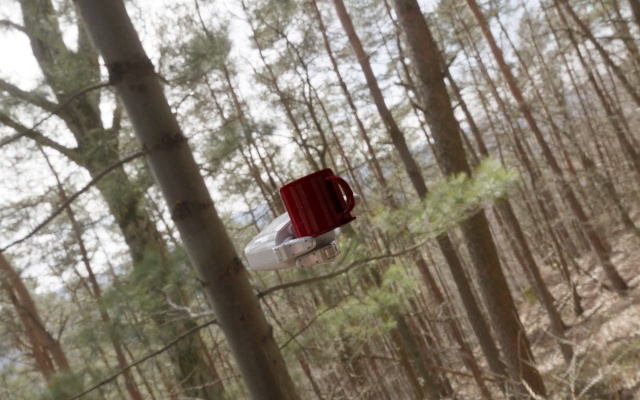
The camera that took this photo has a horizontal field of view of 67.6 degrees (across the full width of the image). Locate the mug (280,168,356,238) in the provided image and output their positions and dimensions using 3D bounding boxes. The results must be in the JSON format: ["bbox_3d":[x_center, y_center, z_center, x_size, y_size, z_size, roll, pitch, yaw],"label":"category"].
[{"bbox_3d":[0.001,0.002,0.666,0.093,0.081,0.117,-22,0,-41],"label":"mug"}]
